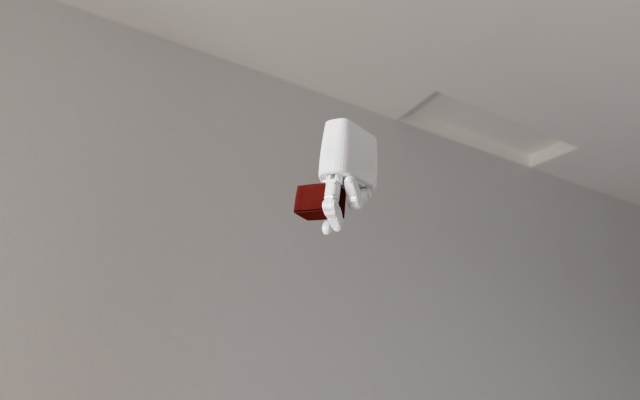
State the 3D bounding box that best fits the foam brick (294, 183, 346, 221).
[{"bbox_3d":[0.000,0.003,0.849,0.078,0.051,0.053,-5,-21,25],"label":"foam brick"}]
